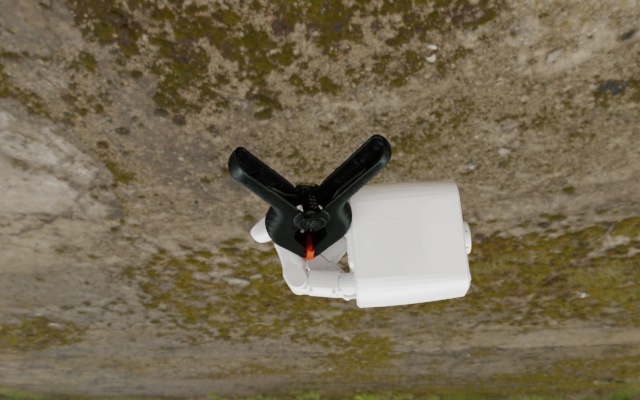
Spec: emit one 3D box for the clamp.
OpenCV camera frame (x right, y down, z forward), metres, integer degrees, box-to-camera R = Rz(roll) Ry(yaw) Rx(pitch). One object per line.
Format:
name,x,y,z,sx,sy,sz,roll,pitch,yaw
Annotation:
clamp,0.000,0.002,0.409,0.120,0.039,0.172,-5,-28,4
